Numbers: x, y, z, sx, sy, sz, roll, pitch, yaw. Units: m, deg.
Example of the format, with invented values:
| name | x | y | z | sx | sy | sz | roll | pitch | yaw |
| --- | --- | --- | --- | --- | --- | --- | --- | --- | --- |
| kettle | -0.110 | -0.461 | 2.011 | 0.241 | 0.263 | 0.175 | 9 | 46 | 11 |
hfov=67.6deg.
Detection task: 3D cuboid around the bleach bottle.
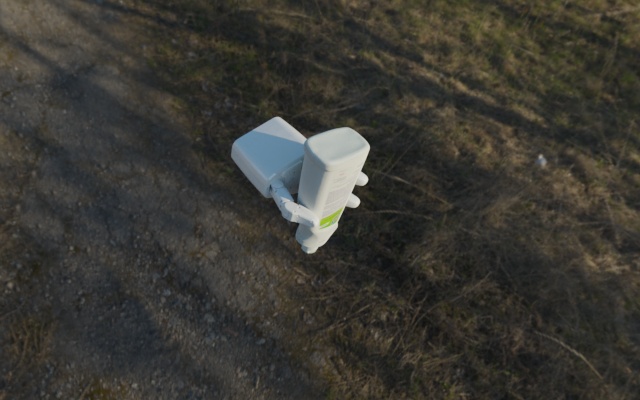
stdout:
| name | x | y | z | sx | sy | sz | roll | pitch | yaw |
| --- | --- | --- | --- | --- | --- | --- | --- | --- | --- |
| bleach bottle | 0.000 | 0.003 | 0.782 | 0.102 | 0.251 | 0.068 | -24 | 58 | -35 |
